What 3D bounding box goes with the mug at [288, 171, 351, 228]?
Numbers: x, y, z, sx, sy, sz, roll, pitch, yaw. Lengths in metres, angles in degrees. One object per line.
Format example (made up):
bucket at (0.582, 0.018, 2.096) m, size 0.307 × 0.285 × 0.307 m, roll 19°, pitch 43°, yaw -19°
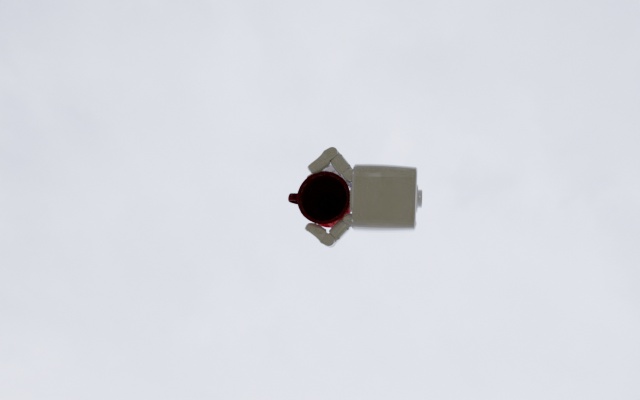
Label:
mug at (-0.001, 0.003, 0.850) m, size 0.117 × 0.093 × 0.081 m, roll 2°, pitch -12°, yaw 11°
